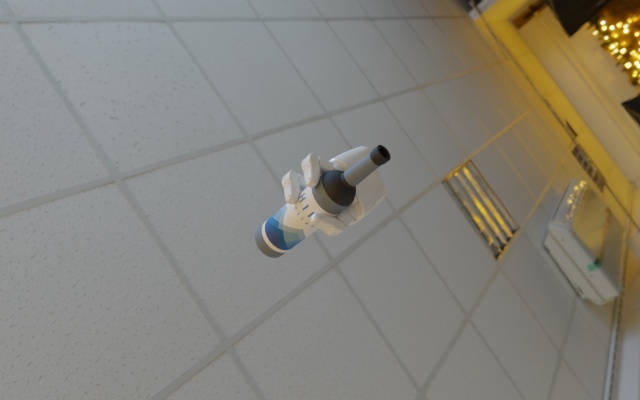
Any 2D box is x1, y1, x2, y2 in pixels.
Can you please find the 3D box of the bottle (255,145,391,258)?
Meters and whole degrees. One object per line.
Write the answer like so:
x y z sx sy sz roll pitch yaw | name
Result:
0.000 0.003 0.779 0.069 0.069 0.296 0 -29 -46 | bottle
